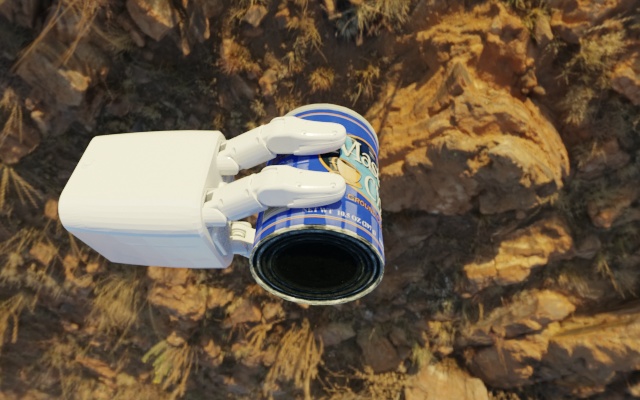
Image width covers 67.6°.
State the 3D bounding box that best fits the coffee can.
[{"bbox_3d":[0.000,0.001,0.405,0.103,0.140,0.103,2,-42,2],"label":"coffee can"}]
